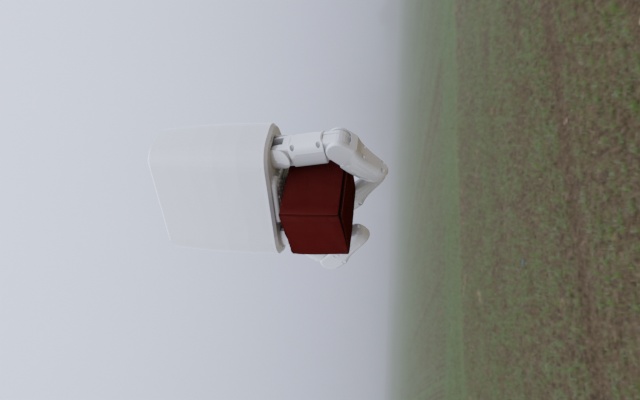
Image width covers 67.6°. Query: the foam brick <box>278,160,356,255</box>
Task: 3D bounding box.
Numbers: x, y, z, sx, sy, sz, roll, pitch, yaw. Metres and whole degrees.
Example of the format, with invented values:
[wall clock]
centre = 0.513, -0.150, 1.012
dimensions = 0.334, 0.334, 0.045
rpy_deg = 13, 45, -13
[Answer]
[foam brick]
centre = 0.000, 0.001, 0.410
dimensions = 0.051, 0.078, 0.053
rpy_deg = -1, -43, 11
